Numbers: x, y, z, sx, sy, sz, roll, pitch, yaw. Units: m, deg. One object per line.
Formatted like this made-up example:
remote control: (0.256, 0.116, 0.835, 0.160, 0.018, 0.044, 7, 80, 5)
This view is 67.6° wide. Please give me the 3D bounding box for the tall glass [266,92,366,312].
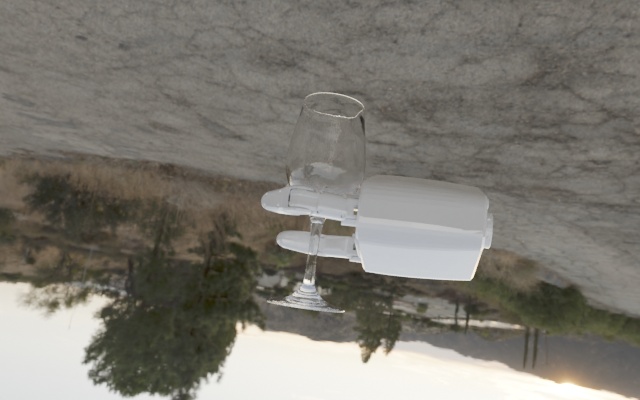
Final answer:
tall glass: (0.000, 0.002, 0.462, 0.079, 0.201, 0.079, 8, -9, 1)
